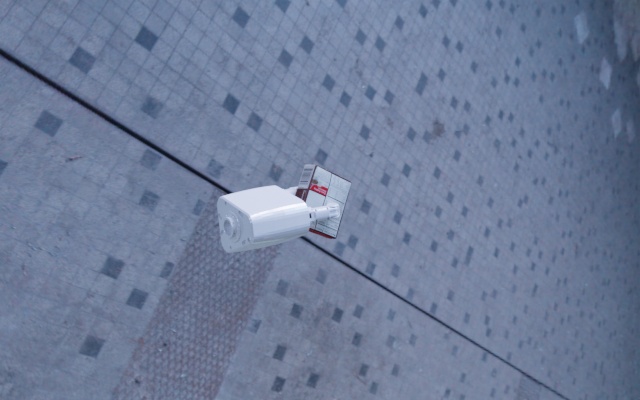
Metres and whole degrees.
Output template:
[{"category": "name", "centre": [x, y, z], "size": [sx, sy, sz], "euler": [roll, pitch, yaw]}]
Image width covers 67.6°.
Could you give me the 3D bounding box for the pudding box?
[{"category": "pudding box", "centre": [0.000, 0.003, 0.846], "size": [0.090, 0.113, 0.039], "euler": [24, -11, -36]}]
